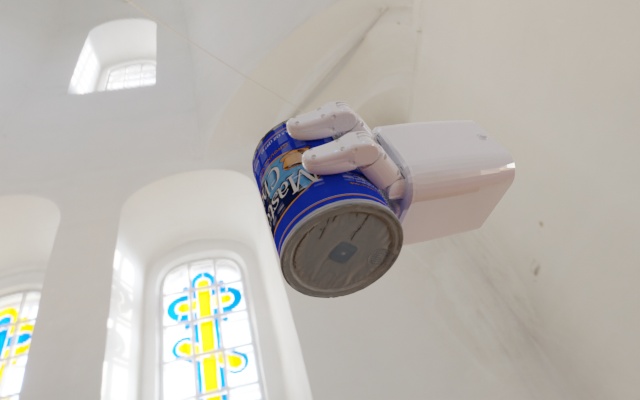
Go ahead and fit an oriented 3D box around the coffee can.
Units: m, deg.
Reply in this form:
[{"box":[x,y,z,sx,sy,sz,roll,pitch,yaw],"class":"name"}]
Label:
[{"box":[0.000,0.002,0.432,0.103,0.103,0.140,0,37,-20],"class":"coffee can"}]
